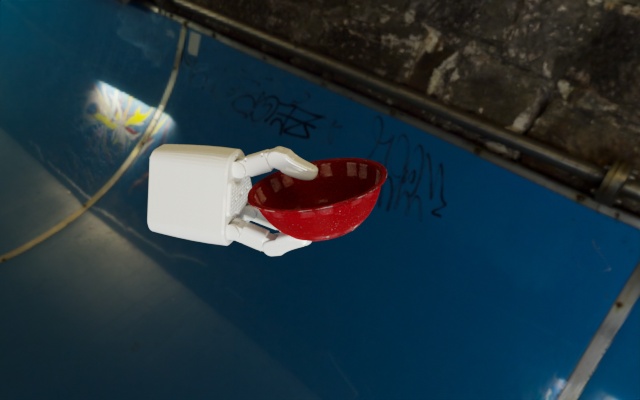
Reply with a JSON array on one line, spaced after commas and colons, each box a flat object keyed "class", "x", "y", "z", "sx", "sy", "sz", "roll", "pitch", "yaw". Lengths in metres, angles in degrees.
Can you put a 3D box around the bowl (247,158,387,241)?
[{"class": "bowl", "x": 0.001, "y": 0.002, "z": 0.553, "sx": 0.162, "sy": 0.055, "sz": 0.162, "roll": -10, "pitch": 21, "yaw": 4}]
